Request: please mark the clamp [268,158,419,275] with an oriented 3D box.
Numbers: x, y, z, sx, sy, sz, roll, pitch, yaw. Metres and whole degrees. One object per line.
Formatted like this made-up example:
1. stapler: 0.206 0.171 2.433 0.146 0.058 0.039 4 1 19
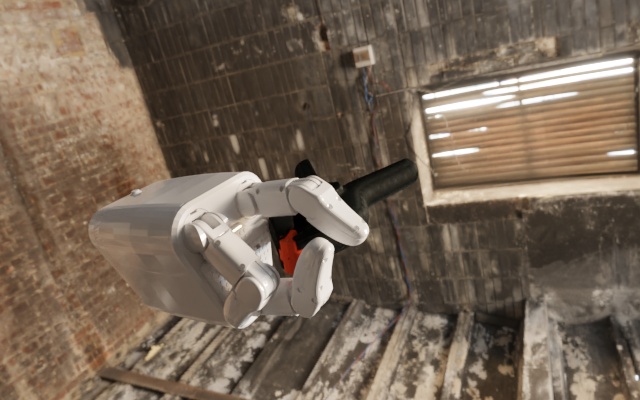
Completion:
1. clamp: 0.000 0.002 0.405 0.120 0.039 0.171 0 23 33
